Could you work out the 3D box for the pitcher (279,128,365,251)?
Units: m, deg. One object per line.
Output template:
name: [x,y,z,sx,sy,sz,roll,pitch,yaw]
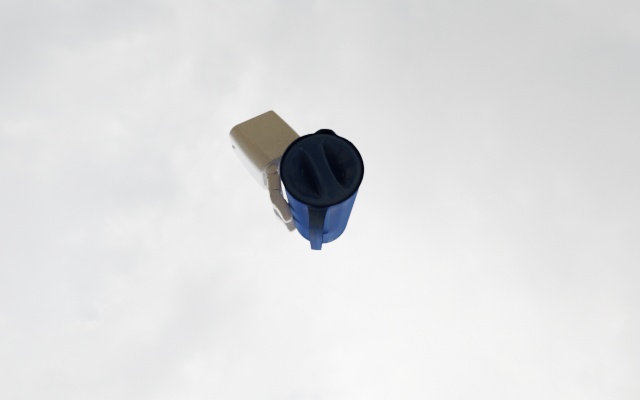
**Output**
pitcher: [0.000,0.003,0.847,0.149,0.145,0.243,-39,-18,-15]
